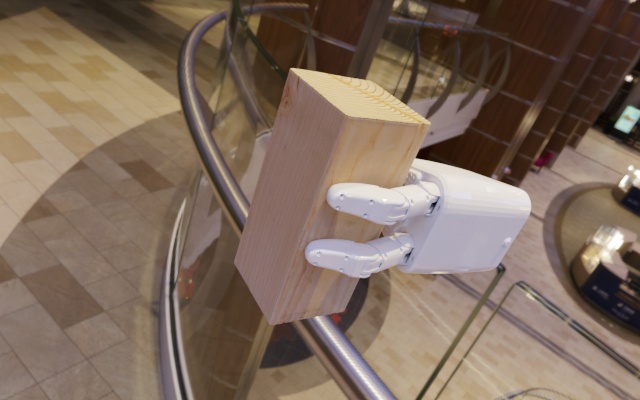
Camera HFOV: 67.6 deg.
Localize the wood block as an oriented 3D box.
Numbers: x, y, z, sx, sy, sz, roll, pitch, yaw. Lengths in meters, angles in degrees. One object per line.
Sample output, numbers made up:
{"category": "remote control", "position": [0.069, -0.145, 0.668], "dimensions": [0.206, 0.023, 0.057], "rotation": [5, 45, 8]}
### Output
{"category": "wood block", "position": [0.000, 0.001, 0.429], "dimensions": [0.090, 0.206, 0.090], "rotation": [-2, 35, -35]}
